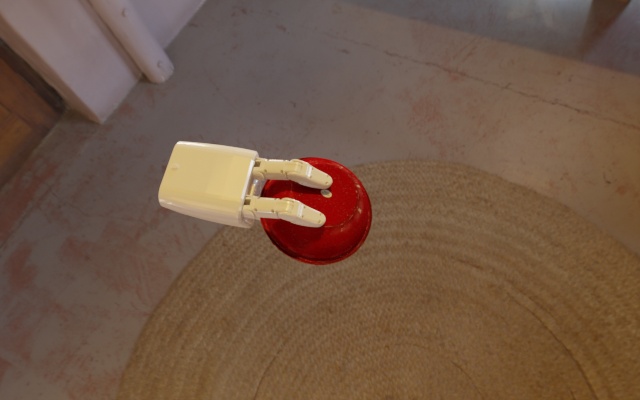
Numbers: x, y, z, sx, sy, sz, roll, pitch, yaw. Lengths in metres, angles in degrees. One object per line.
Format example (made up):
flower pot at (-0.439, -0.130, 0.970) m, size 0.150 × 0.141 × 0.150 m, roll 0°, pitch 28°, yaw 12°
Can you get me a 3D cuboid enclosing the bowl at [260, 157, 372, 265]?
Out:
bowl at (0.002, 0.002, 0.643) m, size 0.162 × 0.162 × 0.055 m, roll 0°, pitch -22°, yaw -13°
